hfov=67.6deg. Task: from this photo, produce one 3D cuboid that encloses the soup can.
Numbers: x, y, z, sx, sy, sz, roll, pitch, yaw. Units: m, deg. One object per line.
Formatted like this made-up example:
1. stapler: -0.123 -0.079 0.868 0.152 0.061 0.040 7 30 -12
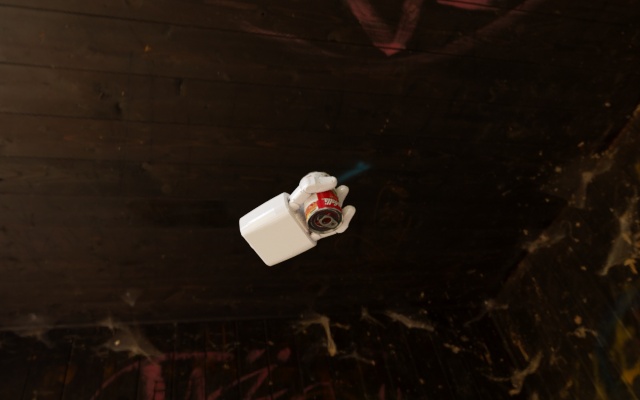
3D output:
1. soup can: 0.000 0.002 0.889 0.068 0.069 0.102 0 44 -14
